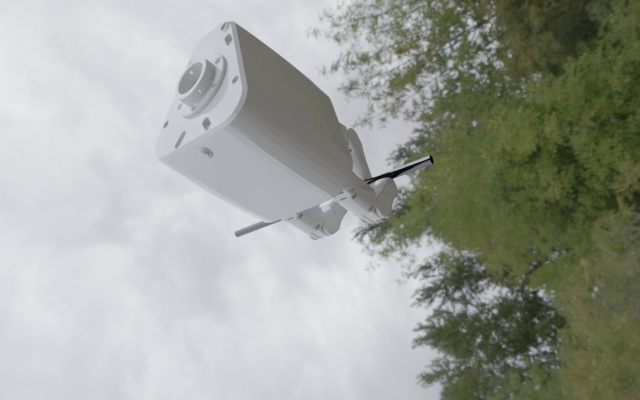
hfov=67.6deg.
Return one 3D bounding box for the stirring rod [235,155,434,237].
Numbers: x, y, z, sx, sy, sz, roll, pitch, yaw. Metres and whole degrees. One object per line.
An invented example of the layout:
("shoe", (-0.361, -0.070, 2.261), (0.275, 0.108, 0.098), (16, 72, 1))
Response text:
("stirring rod", (0.000, 0.001, 0.468), (0.239, 0.011, 0.011), (-21, -12, 34))
